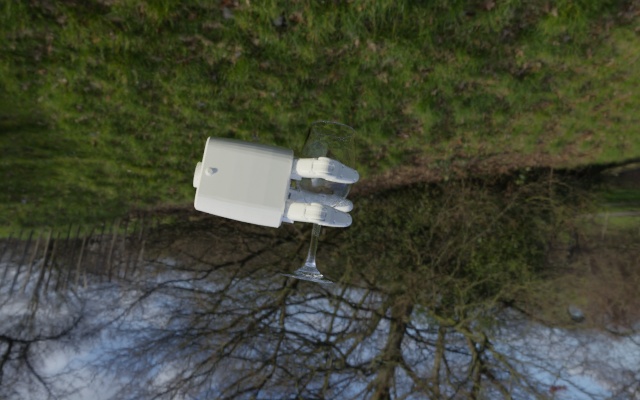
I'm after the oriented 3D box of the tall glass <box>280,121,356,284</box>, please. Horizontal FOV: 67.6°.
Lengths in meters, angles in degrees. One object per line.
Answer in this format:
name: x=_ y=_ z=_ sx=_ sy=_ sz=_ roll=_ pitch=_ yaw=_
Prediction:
tall glass: x=0.000 y=0.003 z=0.621 sx=0.079 sy=0.201 sz=0.079 roll=10 pitch=-7 yaw=1
